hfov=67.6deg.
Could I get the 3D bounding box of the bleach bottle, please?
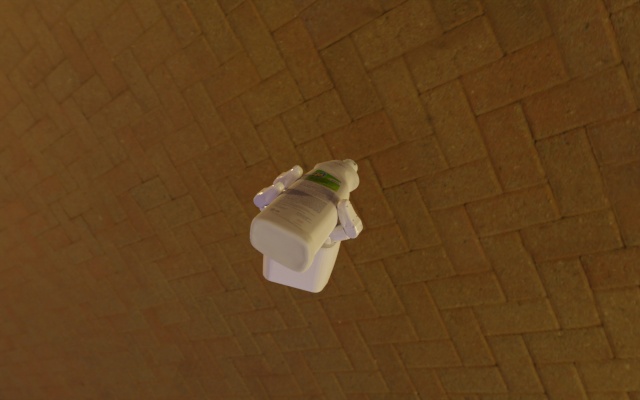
[{"bbox_3d":[0.000,0.002,0.741,0.102,0.068,0.250,26,39,16],"label":"bleach bottle"}]
